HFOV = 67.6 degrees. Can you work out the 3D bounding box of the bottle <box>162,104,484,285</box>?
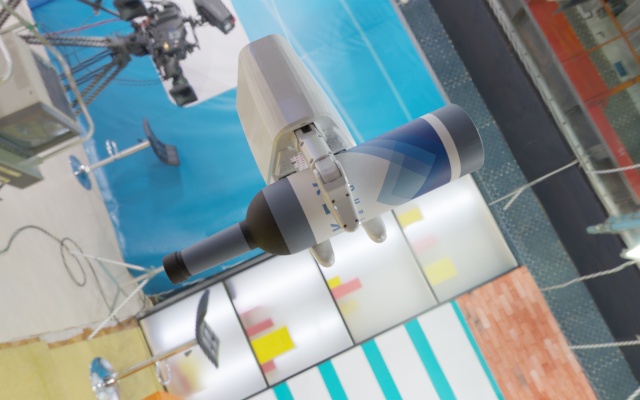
[{"bbox_3d":[0.000,0.001,0.432,0.295,0.069,0.069,-25,2,-5],"label":"bottle"}]
